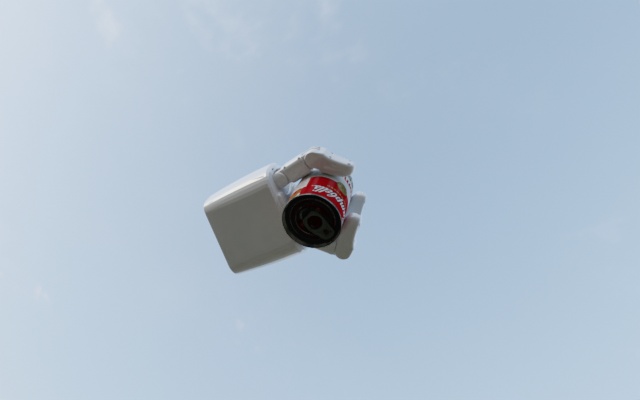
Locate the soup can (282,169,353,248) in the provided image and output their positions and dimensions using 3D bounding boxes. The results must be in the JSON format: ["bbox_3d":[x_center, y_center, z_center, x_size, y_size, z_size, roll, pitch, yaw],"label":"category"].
[{"bbox_3d":[0.001,0.001,0.569,0.068,0.068,0.102,0,26,13],"label":"soup can"}]
